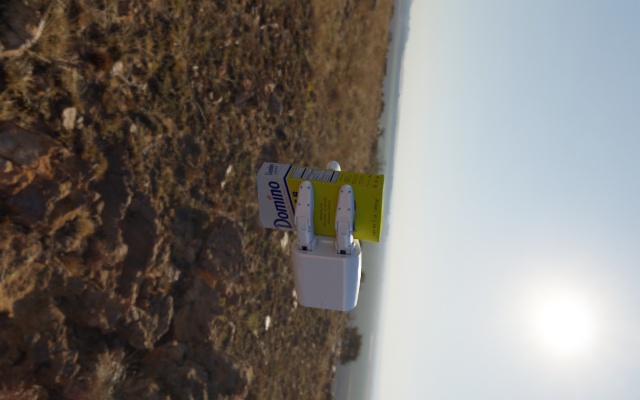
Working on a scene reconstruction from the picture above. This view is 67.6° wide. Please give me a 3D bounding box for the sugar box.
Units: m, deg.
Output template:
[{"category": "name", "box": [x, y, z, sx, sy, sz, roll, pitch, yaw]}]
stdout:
[{"category": "sugar box", "box": [0.000, 0.003, 0.675, 0.176, 0.093, 0.048, 5, 34, 9]}]
